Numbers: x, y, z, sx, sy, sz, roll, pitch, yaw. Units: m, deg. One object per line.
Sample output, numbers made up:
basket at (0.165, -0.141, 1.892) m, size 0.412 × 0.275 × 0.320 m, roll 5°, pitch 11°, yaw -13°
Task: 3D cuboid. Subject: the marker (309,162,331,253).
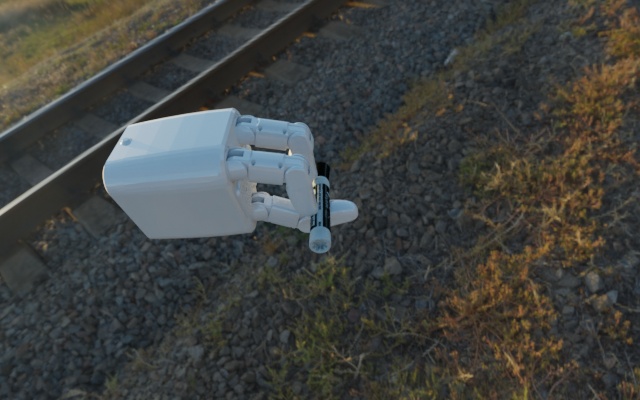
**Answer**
marker at (0.000, 0.001, 0.456) m, size 0.020 × 0.020 × 0.121 m, roll 0°, pitch 39°, yaw 0°
